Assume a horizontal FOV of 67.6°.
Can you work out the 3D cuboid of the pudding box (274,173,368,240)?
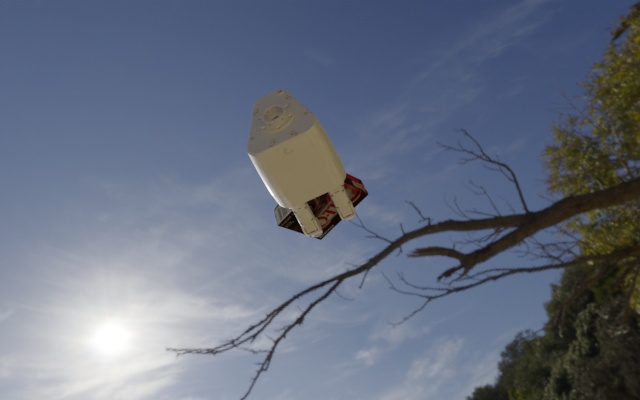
[{"bbox_3d":[0.000,0.002,0.702,0.090,0.039,0.113,22,-55,-40],"label":"pudding box"}]
